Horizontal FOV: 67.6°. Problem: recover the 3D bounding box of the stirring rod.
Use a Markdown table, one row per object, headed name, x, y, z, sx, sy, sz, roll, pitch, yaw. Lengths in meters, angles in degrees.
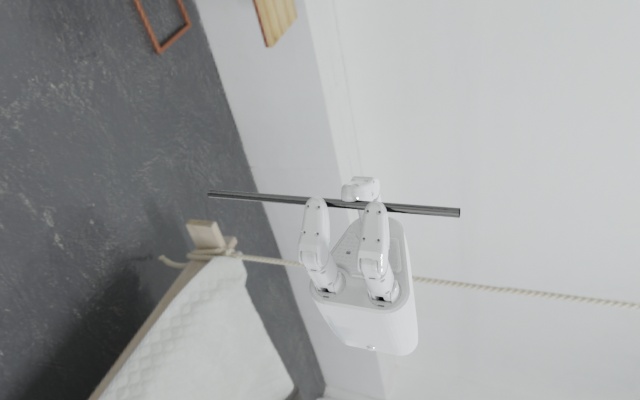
| name | x | y | z | sx | sy | sz | roll | pitch | yaw |
| --- | --- | --- | --- | --- | --- | --- | --- | --- | --- |
| stirring rod | 0.000 | 0.001 | 0.425 | 0.239 | 0.011 | 0.011 | 4 | 2 | 24 |
